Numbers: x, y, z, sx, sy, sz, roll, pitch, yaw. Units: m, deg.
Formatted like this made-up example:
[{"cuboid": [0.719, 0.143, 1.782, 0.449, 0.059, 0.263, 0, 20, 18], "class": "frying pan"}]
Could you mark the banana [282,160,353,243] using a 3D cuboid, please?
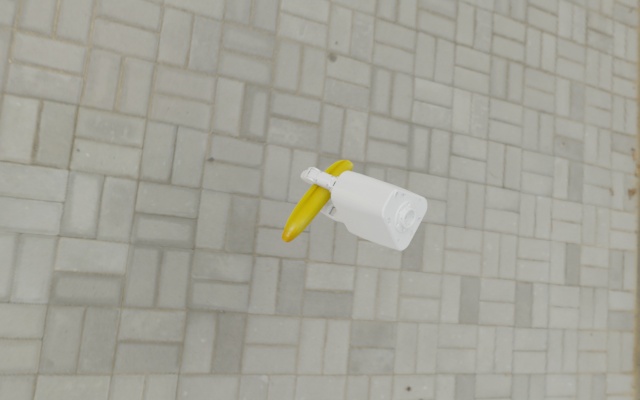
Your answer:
[{"cuboid": [0.003, -0.010, 0.811, 0.037, 0.197, 0.070, 33, -28, 17], "class": "banana"}]
